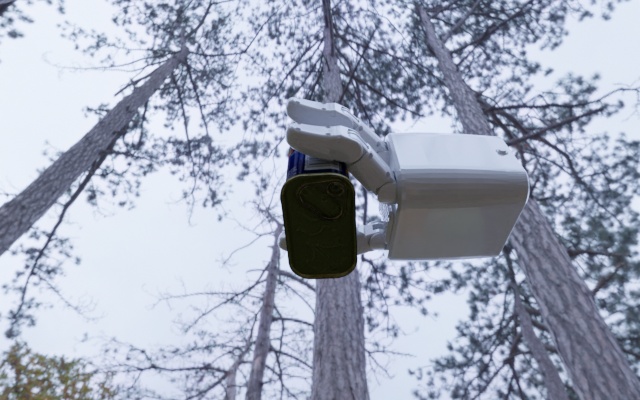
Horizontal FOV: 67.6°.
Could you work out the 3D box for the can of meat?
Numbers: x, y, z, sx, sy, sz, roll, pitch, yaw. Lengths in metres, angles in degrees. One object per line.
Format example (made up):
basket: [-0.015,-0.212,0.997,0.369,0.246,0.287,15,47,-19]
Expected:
can of meat: [0.000,0.001,0.410,0.057,0.102,0.084,-3,33,2]
